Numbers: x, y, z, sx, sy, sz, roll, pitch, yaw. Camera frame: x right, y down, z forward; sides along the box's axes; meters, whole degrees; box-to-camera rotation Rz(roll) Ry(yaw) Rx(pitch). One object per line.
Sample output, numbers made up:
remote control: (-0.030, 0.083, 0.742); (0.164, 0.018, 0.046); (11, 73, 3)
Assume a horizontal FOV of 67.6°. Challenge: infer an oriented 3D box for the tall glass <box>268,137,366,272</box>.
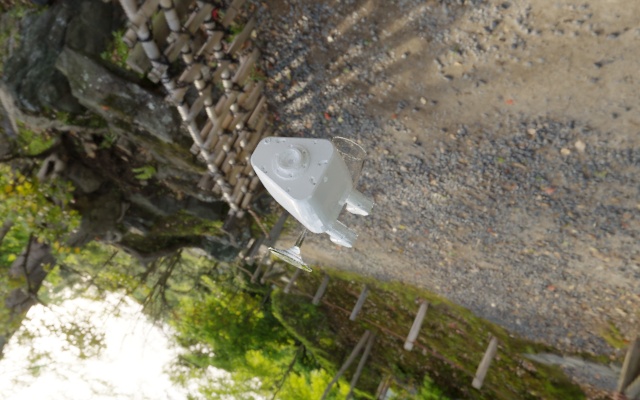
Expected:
tall glass: (0.000, 0.003, 0.728); (0.079, 0.201, 0.079); (26, -15, 7)
